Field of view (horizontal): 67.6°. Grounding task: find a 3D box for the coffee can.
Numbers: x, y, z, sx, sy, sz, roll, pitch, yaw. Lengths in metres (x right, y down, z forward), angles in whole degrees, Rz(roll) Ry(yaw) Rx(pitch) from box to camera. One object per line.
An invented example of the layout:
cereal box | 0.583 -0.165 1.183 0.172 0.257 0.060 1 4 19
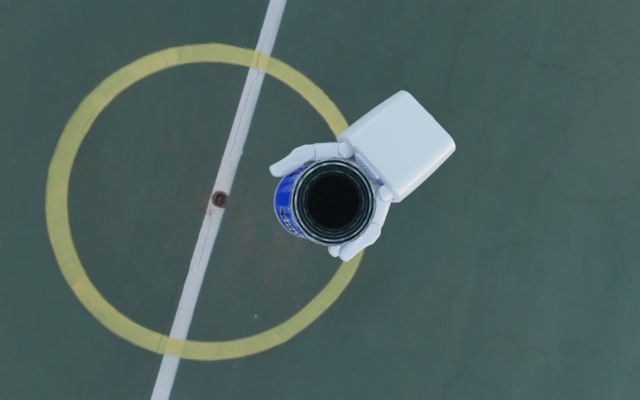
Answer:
coffee can | 0.000 0.002 0.611 0.103 0.103 0.140 0 0 -13
